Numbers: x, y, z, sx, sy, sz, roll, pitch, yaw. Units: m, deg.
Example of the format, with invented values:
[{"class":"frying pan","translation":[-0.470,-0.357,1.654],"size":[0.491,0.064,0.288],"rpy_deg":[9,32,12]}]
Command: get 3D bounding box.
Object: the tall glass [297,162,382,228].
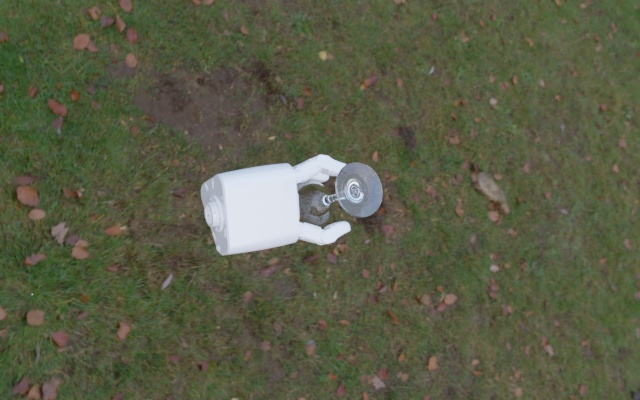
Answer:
[{"class":"tall glass","translation":[0.001,0.002,0.706],"size":[0.079,0.079,0.201],"rpy_deg":[0,-10,-31]}]
